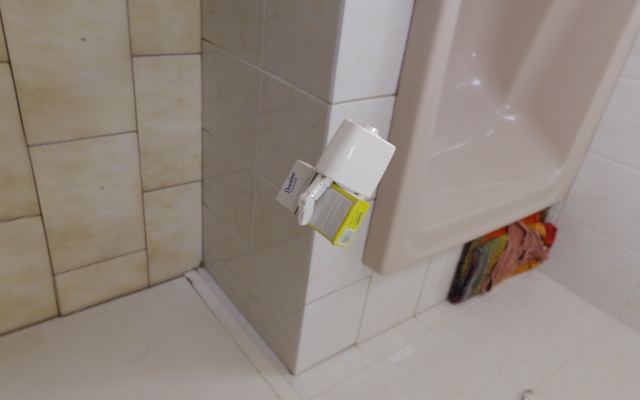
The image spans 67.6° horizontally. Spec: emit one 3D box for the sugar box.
[{"bbox_3d":[0.001,0.003,0.884,0.048,0.093,0.176,19,14,-48],"label":"sugar box"}]
